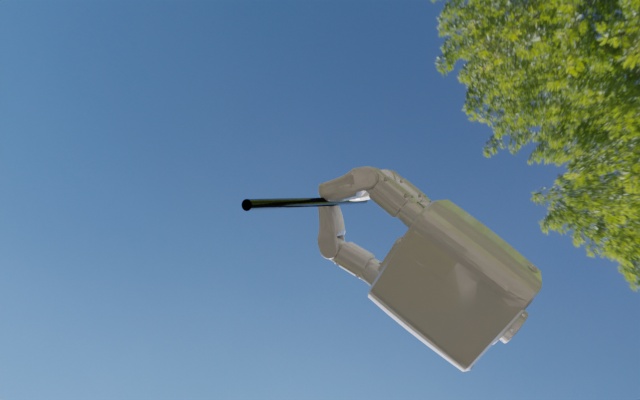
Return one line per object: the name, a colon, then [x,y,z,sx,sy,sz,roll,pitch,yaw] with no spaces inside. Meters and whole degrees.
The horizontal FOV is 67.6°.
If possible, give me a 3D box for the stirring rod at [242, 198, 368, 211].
stirring rod: [0.000,0.001,0.425,0.011,0.011,0.239,0,1,24]
